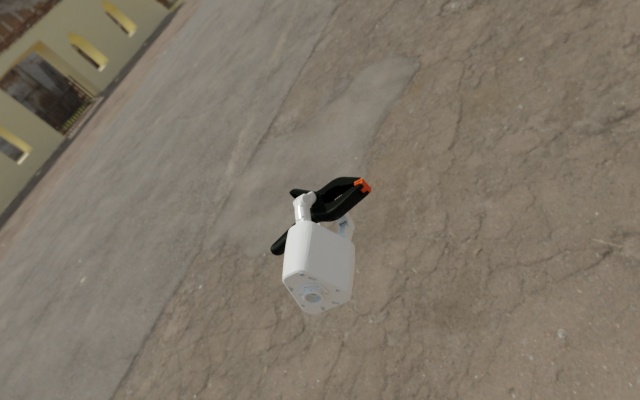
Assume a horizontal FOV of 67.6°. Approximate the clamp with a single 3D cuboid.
[{"bbox_3d":[0.000,0.002,0.878,0.210,0.164,0.036,-29,-57,28],"label":"clamp"}]
